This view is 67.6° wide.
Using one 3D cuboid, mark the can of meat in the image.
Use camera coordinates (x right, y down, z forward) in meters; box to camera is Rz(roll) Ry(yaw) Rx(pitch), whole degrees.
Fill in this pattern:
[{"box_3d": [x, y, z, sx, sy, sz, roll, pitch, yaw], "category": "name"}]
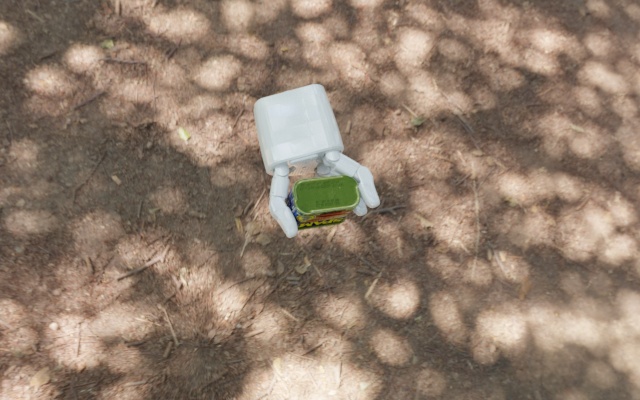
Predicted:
[{"box_3d": [0.000, 0.002, 0.697, 0.102, 0.057, 0.084, -7, -15, -16], "category": "can of meat"}]
